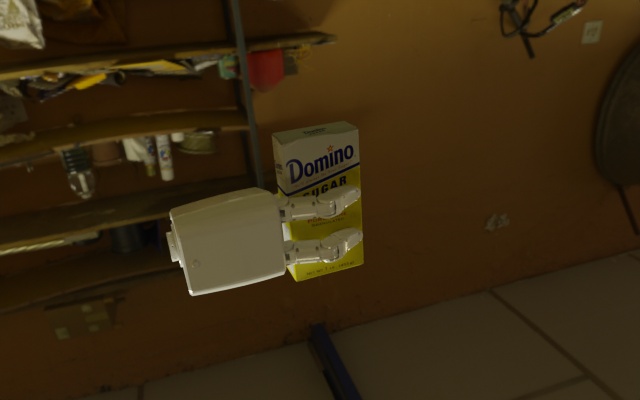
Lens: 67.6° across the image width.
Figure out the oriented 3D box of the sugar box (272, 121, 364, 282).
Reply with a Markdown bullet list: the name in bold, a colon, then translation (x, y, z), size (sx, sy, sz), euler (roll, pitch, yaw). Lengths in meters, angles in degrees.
- **sugar box**: translation (0.000, 0.002, 0.564), size (0.093, 0.176, 0.048), euler (-13, 28, -17)
